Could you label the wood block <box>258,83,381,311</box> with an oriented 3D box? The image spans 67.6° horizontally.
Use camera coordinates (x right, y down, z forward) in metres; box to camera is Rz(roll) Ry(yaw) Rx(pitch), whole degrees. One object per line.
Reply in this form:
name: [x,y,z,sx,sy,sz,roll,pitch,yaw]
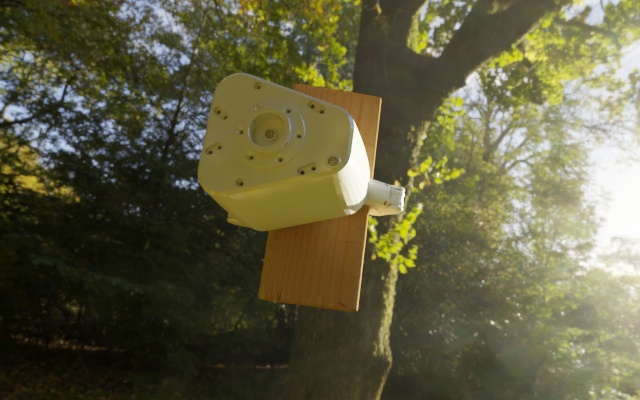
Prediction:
wood block: [0.000,0.001,0.480,0.091,0.206,0.090,9,-13,-2]
